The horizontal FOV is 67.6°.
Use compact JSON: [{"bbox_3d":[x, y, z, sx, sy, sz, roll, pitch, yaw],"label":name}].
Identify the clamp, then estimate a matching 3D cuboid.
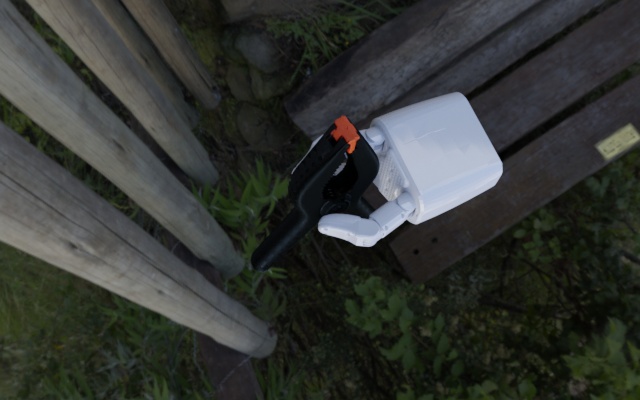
[{"bbox_3d":[0.001,0.002,0.482,0.164,0.036,0.210,-23,-28,-15],"label":"clamp"}]
